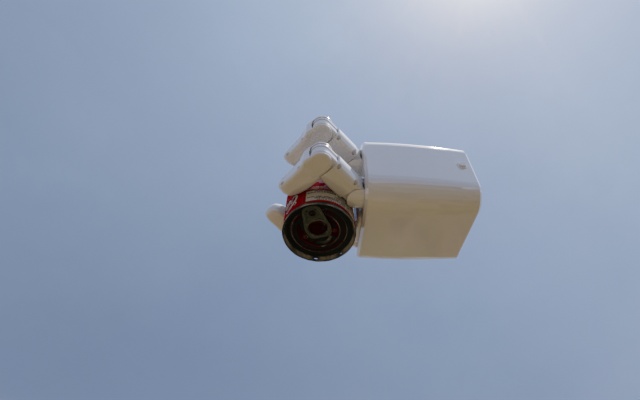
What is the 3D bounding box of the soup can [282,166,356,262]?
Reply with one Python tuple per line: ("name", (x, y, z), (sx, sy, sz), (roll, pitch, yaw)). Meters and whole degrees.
("soup can", (0.000, 0.001, 0.475), (0.068, 0.069, 0.102), (0, 35, 2))
